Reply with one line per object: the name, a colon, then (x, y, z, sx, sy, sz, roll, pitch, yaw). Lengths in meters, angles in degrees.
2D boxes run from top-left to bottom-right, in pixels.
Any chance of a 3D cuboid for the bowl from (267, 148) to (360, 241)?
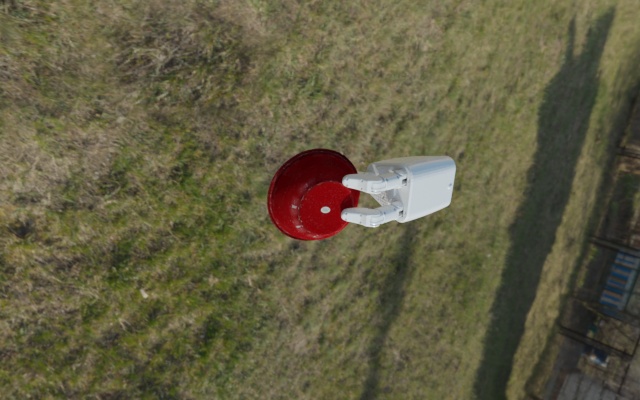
bowl: (-0.001, 0.003, 0.753, 0.162, 0.162, 0.055, 0, 23, -22)
